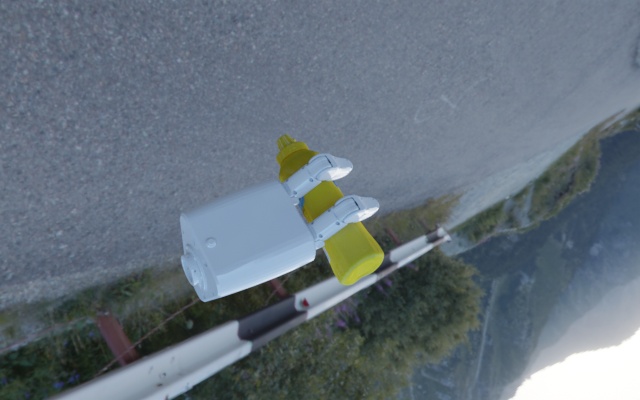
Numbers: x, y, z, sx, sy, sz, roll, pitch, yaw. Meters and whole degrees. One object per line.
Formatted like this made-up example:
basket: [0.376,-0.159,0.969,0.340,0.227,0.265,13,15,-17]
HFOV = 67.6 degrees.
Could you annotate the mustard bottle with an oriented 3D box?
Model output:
mustard bottle: [0.001,0.002,0.555,0.058,0.191,0.096,-30,-19,-5]
